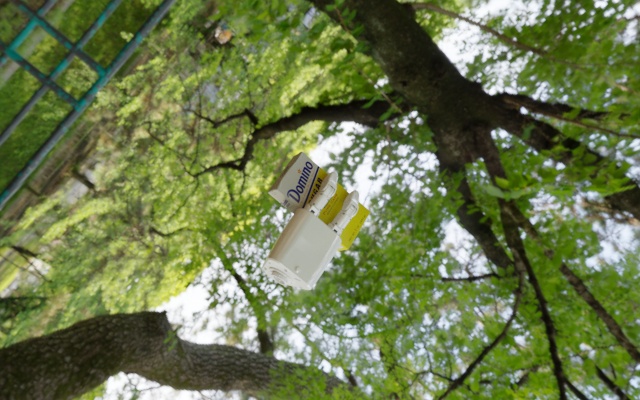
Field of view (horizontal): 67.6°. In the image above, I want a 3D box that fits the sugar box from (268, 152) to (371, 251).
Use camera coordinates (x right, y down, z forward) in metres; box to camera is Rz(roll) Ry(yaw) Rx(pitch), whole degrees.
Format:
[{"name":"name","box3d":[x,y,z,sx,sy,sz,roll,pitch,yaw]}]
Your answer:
[{"name":"sugar box","box3d":[0.000,0.003,0.873,0.176,0.093,0.048,41,-26,-18]}]
